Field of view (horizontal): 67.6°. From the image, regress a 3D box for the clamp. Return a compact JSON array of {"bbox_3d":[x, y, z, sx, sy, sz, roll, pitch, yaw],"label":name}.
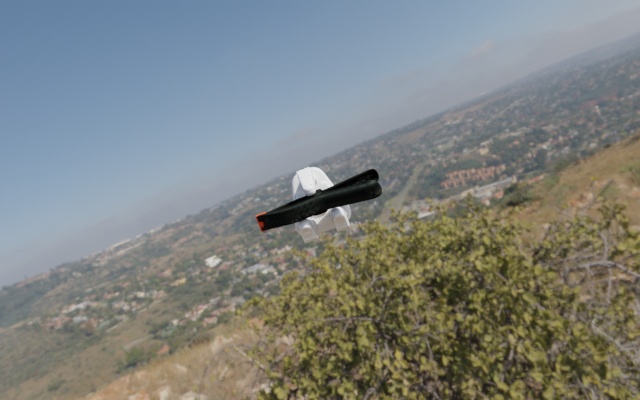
[{"bbox_3d":[-0.001,0.002,0.729,0.210,0.036,0.164,-21,7,2],"label":"clamp"}]
